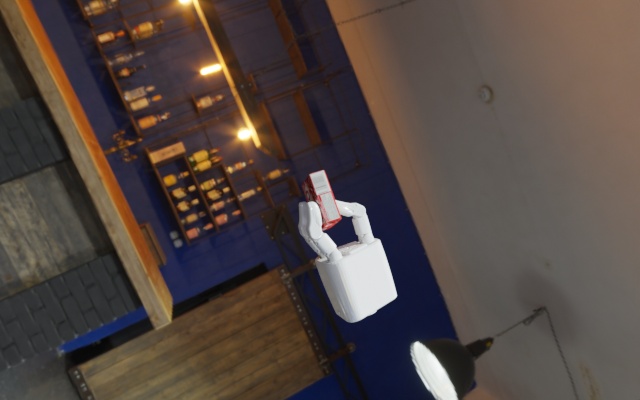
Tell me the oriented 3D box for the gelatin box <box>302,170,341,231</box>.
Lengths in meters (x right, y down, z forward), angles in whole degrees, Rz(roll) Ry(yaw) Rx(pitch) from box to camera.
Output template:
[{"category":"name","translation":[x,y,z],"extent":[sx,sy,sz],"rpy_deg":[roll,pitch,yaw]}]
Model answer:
[{"category":"gelatin box","translation":[0.000,0.002,0.799],"extent":[0.030,0.089,0.073],"rpy_deg":[-17,-9,-15]}]
